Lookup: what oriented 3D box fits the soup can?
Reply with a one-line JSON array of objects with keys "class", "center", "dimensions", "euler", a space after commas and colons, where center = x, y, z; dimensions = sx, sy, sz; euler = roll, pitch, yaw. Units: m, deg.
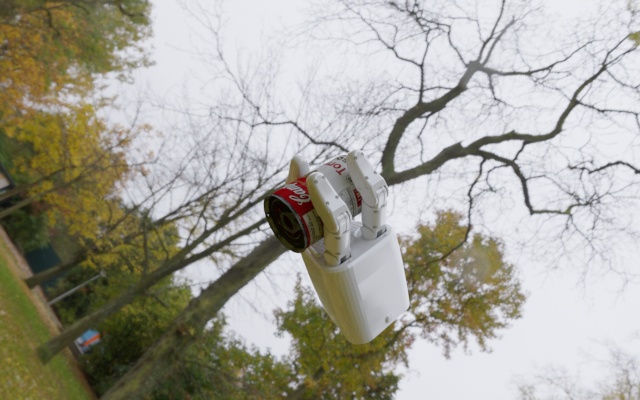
[{"class": "soup can", "center": [0.000, 0.001, 0.509], "dimensions": [0.102, 0.068, 0.068], "euler": [-32, 17, -29]}]
